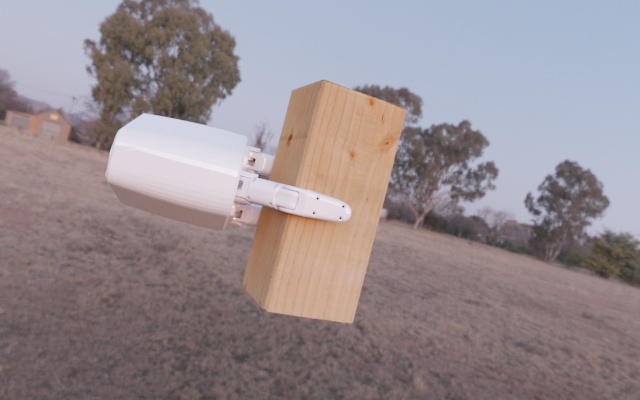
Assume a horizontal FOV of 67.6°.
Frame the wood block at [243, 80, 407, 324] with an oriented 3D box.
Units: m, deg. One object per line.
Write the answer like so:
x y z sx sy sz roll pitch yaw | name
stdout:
0.000 0.001 0.464 0.090 0.206 0.091 14 0 -23 | wood block
